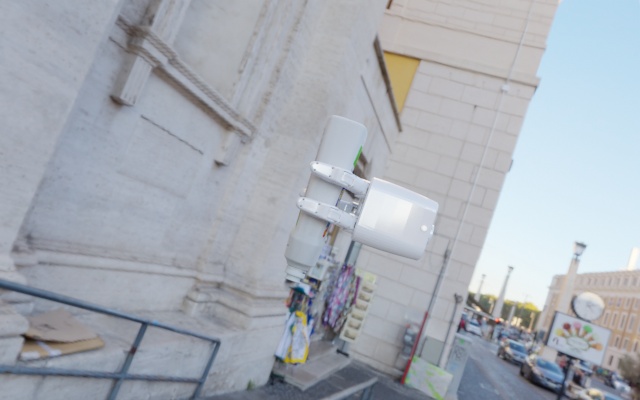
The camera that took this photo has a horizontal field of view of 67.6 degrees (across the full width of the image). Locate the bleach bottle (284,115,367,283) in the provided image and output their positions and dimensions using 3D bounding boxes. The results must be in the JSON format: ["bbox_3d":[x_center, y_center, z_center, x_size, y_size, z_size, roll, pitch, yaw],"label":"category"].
[{"bbox_3d":[0.000,0.002,0.732,0.068,0.251,0.102,20,-6,2],"label":"bleach bottle"}]
